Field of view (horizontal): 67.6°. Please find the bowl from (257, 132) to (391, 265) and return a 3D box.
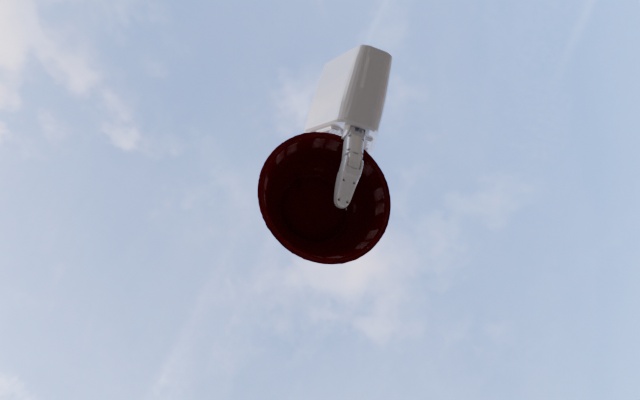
[{"bbox_3d":[-0.001,0.003,0.572,0.162,0.162,0.055,0,-18,-18],"label":"bowl"}]
